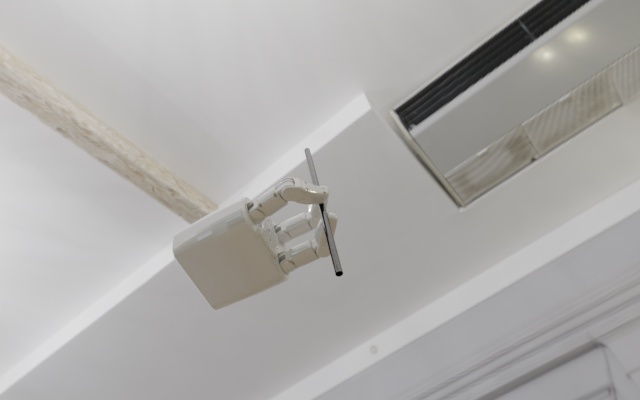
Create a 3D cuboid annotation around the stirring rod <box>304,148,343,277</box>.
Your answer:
[{"bbox_3d":[0.000,0.002,0.579,0.011,0.011,0.239,0,37,-12],"label":"stirring rod"}]
